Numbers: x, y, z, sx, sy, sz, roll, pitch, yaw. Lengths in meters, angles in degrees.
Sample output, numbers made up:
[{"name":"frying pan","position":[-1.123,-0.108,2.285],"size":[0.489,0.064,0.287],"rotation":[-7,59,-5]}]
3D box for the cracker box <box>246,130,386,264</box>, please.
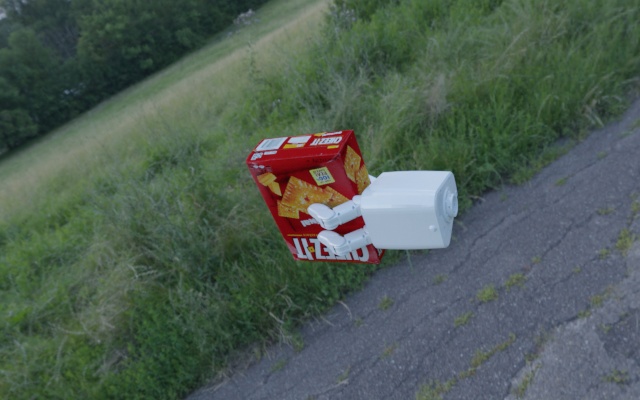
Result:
[{"name":"cracker box","position":[0.000,0.002,0.747],"size":[0.164,0.214,0.072],"rotation":[-1,38,30]}]
